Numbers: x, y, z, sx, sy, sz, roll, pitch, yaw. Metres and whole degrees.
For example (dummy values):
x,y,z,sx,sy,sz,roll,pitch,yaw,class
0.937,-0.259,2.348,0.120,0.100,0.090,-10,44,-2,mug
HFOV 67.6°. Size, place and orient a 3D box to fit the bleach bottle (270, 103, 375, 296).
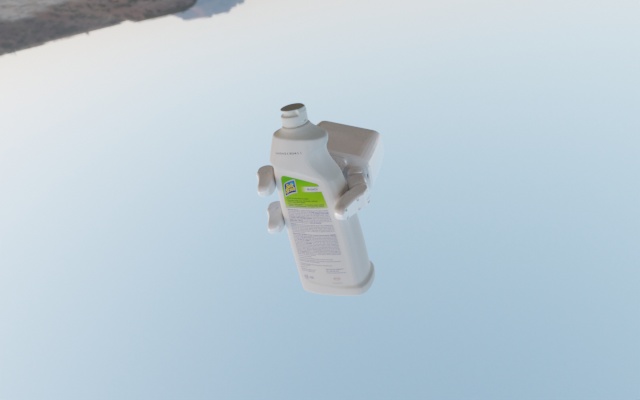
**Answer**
x,y,z,sx,sy,sz,roll,pitch,yaw,class
0.000,0.002,0.599,0.102,0.251,0.068,-1,29,21,bleach bottle
